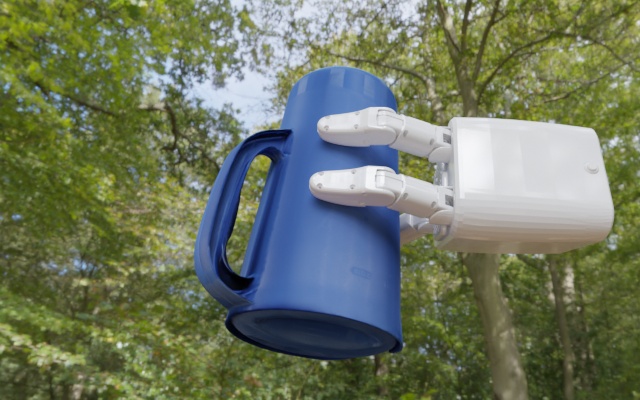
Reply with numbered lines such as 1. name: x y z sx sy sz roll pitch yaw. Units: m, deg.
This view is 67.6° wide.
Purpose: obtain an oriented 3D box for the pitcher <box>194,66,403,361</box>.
1. pitcher: 0.000 0.001 0.406 0.145 0.242 0.149 2 -31 9
